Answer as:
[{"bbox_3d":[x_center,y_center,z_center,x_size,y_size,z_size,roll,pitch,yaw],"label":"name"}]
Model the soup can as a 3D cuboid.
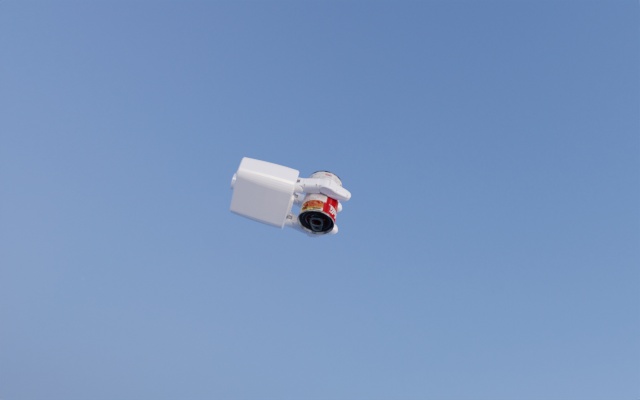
[{"bbox_3d":[0.001,0.003,0.888,0.068,0.102,0.069,8,-41,7],"label":"soup can"}]
